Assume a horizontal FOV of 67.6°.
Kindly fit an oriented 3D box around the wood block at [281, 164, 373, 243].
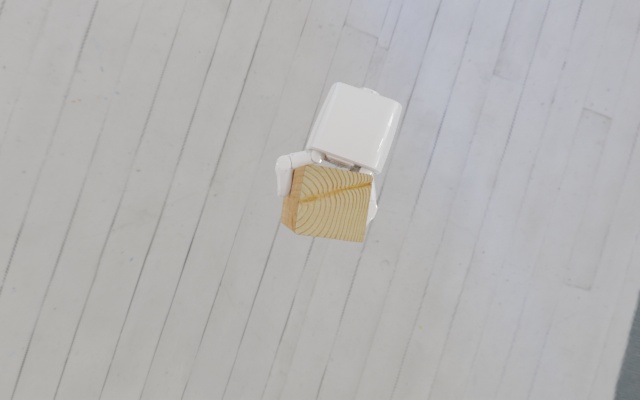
[{"bbox_3d":[0.000,0.002,0.695,0.091,0.090,0.206,9,0,-10],"label":"wood block"}]
